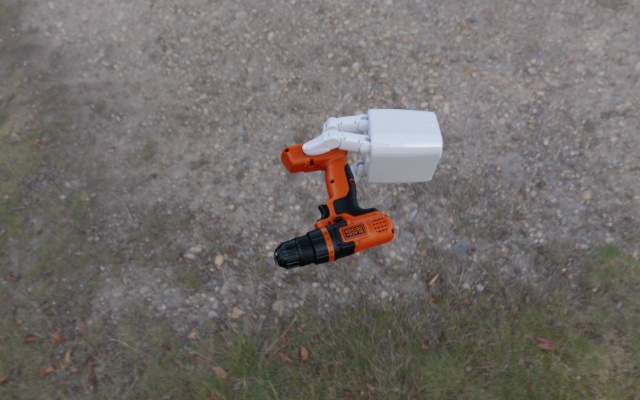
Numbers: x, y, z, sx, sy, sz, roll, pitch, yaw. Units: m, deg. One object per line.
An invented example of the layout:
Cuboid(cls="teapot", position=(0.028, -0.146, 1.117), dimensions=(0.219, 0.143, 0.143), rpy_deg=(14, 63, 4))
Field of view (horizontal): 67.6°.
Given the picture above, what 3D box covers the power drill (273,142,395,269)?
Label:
Cuboid(cls="power drill", position=(0.000, 0.002, 0.726), dimensions=(0.184, 0.187, 0.057), rpy_deg=(-14, -20, -14))
